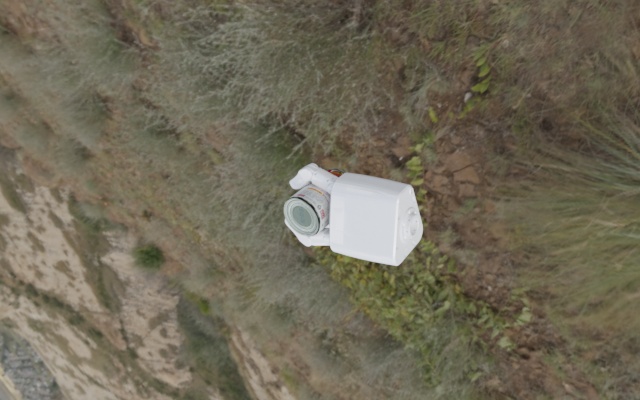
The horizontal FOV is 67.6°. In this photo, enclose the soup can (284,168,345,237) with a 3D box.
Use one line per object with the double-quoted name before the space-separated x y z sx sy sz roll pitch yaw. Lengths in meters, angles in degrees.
"soup can" 0.000 0.002 0.734 0.068 0.068 0.102 0 27 40
